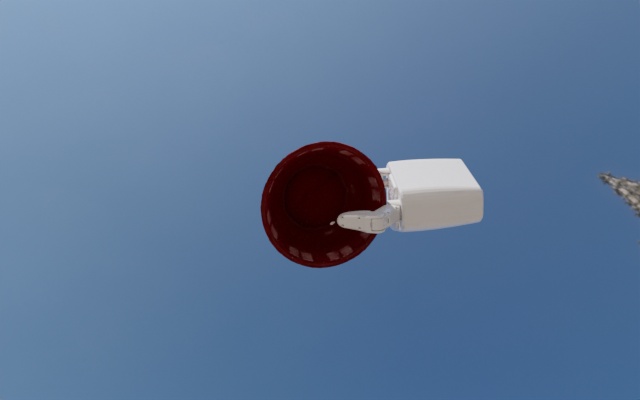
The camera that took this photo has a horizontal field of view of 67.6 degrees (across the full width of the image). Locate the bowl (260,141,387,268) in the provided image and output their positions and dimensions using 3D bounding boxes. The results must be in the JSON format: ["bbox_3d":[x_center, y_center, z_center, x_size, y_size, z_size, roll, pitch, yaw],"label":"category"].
[{"bbox_3d":[-0.001,0.002,0.614,0.162,0.162,0.055,0,13,-15],"label":"bowl"}]
